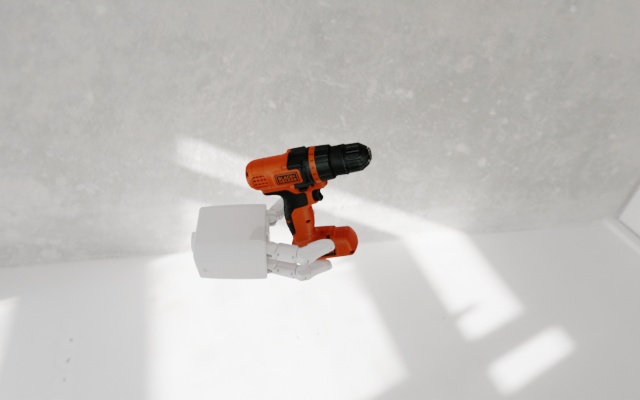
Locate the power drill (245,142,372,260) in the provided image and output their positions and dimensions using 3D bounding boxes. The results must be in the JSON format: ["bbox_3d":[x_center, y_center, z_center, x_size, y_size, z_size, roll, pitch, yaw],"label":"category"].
[{"bbox_3d":[0.000,0.003,0.714,0.184,0.188,0.057,-8,35,16],"label":"power drill"}]
